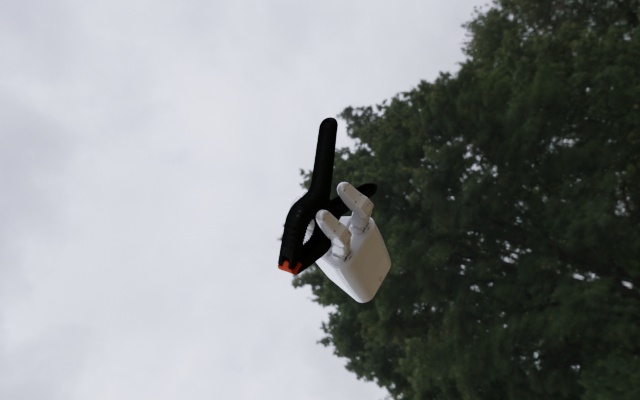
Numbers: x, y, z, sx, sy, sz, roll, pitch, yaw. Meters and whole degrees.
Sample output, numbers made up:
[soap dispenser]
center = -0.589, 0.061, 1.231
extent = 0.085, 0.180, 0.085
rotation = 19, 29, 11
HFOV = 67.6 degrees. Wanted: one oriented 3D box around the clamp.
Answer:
[clamp]
center = -0.001, 0.003, 0.658
extent = 0.036, 0.210, 0.165
rotation = 11, -35, 40
